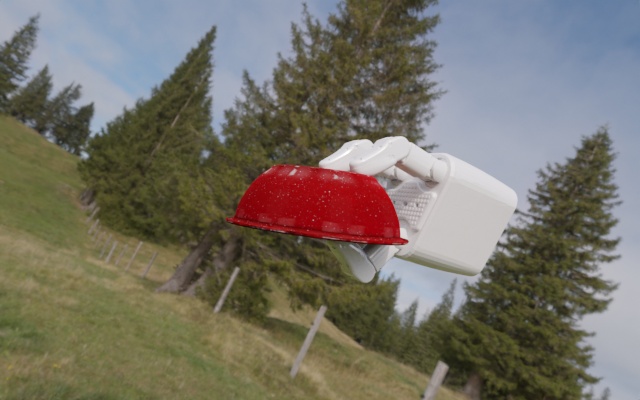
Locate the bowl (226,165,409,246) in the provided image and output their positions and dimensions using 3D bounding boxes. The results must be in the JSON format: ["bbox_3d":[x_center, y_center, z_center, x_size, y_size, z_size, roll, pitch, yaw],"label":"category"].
[{"bbox_3d":[-0.001,0.001,0.423,0.162,0.055,0.162,7,0,0],"label":"bowl"}]
